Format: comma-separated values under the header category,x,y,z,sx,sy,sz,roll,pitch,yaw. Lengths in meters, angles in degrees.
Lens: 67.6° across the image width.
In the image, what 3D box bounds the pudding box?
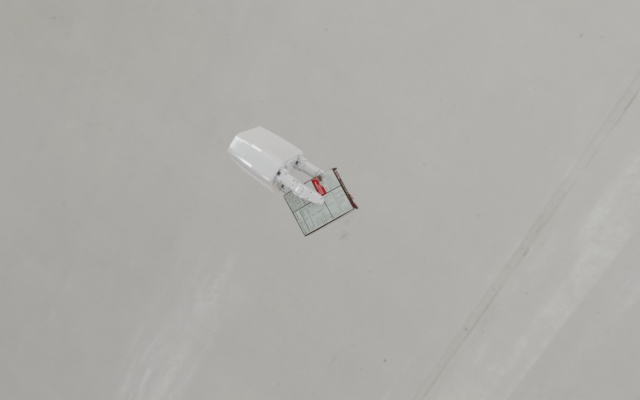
category,x,y,z,sx,sy,sz,roll,pitch,yaw
pudding box,0.000,0.003,0.890,0.113,0.090,0.039,-29,-4,14
